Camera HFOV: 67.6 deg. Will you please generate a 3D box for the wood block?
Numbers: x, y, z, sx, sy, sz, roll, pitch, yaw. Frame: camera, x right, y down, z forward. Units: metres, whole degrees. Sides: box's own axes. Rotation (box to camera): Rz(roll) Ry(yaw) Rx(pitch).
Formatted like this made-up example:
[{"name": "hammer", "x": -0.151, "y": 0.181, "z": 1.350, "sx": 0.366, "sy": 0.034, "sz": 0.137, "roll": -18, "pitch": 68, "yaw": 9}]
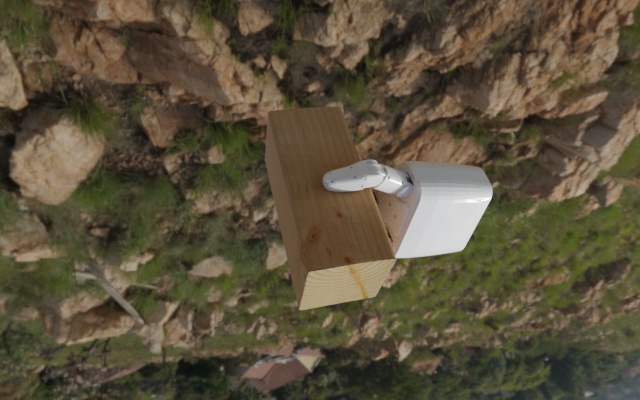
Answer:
[{"name": "wood block", "x": 0.001, "y": 0.002, "z": 0.531, "sx": 0.090, "sy": 0.206, "sz": 0.091, "roll": -7, "pitch": -34, "yaw": -15}]
